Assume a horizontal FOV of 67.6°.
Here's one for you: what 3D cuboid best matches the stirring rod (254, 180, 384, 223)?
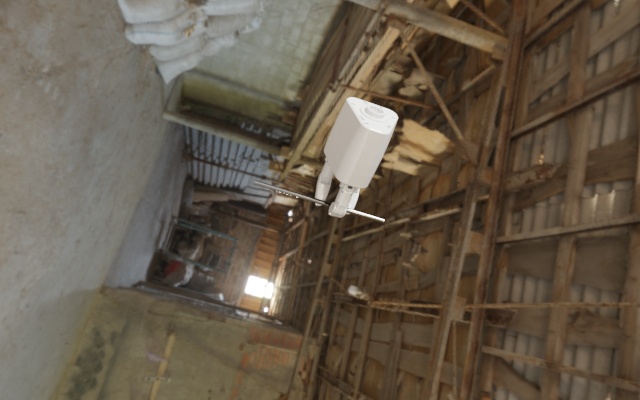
[{"bbox_3d":[0.000,0.003,0.842,0.239,0.011,0.011,17,-3,-9],"label":"stirring rod"}]
